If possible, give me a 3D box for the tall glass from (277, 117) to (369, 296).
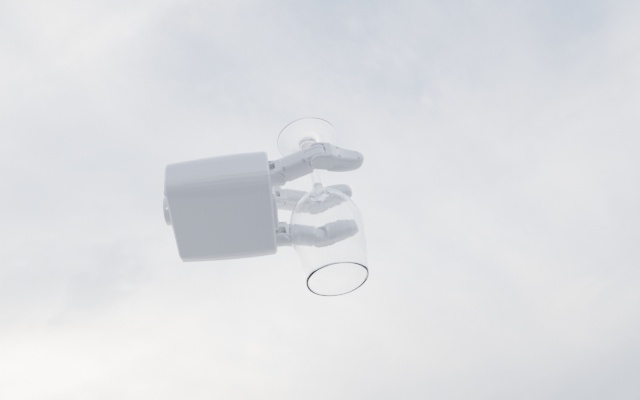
[{"bbox_3d":[0.000,0.001,0.521,0.079,0.200,0.079,-8,-40,-6],"label":"tall glass"}]
